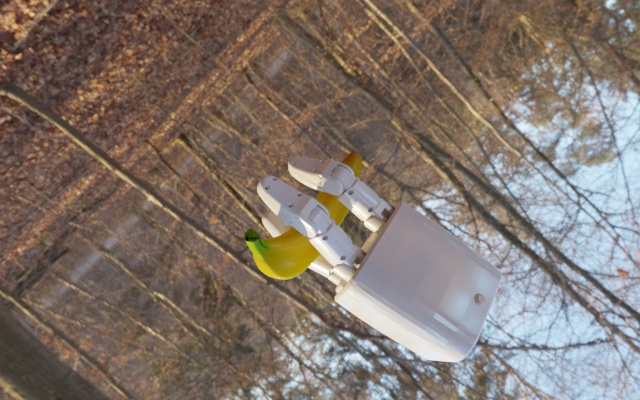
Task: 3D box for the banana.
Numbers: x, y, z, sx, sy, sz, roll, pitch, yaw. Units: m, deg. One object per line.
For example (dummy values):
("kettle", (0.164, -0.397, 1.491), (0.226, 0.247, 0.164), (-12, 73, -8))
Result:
("banana", (-0.005, 0.018, 0.441), (0.037, 0.070, 0.197), (24, 33, 16))
